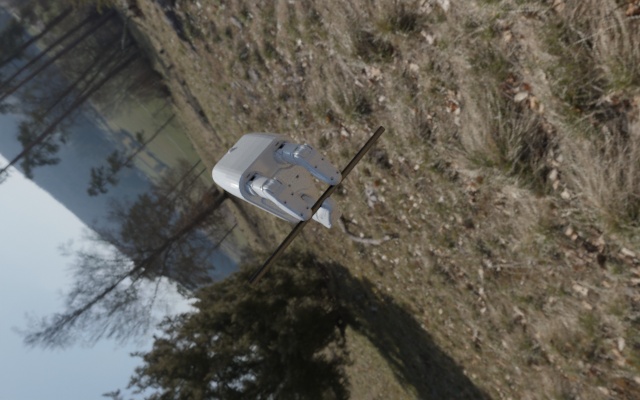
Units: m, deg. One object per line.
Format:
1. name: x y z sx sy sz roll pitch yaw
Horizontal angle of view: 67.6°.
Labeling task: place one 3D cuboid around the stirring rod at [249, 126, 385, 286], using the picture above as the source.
1. stirring rod: 0.000 0.002 0.547 0.011 0.239 0.011 37 -15 12
